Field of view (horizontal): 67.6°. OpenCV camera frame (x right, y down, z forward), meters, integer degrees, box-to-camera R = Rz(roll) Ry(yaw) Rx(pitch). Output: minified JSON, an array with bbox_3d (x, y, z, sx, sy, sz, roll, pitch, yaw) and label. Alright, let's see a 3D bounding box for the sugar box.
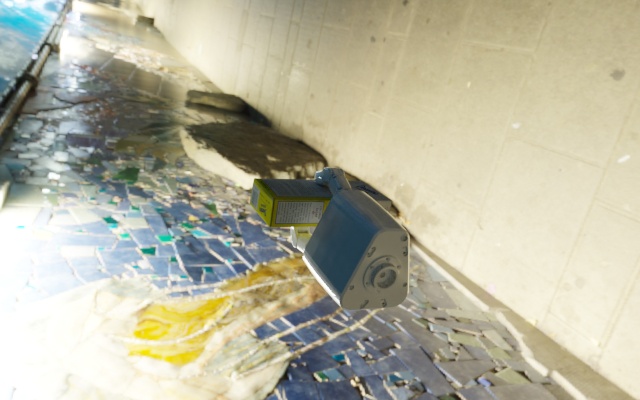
[{"bbox_3d":[0.000,0.003,0.663,0.176,0.048,0.093,3,19,-26],"label":"sugar box"}]
